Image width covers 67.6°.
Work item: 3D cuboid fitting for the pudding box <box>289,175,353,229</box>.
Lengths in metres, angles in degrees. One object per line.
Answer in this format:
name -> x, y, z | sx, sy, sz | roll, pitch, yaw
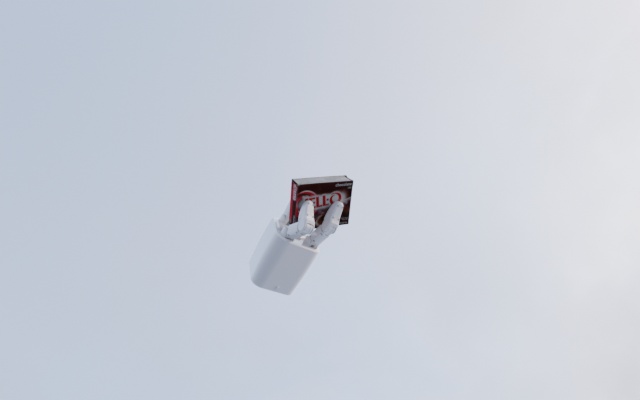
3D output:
pudding box -> 0.000, 0.003, 0.876 | 0.113, 0.090, 0.039 | -7, 27, -26
